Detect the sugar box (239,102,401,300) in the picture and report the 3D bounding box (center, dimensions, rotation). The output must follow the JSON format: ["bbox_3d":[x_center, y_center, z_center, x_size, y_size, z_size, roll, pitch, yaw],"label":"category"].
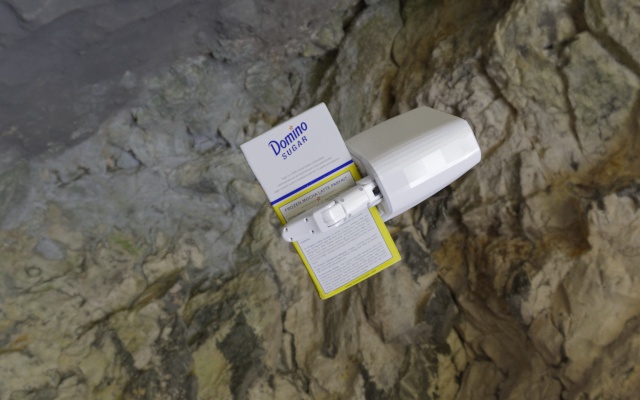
[{"bbox_3d":[0.000,0.002,0.481,0.093,0.176,0.048,-27,8,-4],"label":"sugar box"}]
